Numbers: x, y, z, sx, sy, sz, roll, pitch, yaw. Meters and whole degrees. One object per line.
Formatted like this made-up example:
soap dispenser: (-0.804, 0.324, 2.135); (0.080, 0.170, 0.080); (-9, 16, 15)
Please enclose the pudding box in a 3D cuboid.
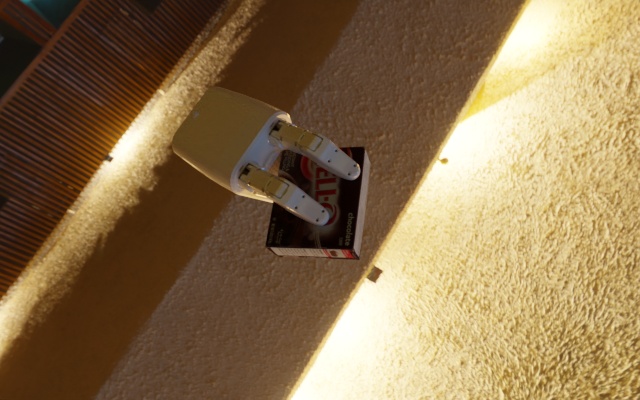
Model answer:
pudding box: (0.000, 0.002, 0.483); (0.090, 0.113, 0.039); (-1, -22, 19)
